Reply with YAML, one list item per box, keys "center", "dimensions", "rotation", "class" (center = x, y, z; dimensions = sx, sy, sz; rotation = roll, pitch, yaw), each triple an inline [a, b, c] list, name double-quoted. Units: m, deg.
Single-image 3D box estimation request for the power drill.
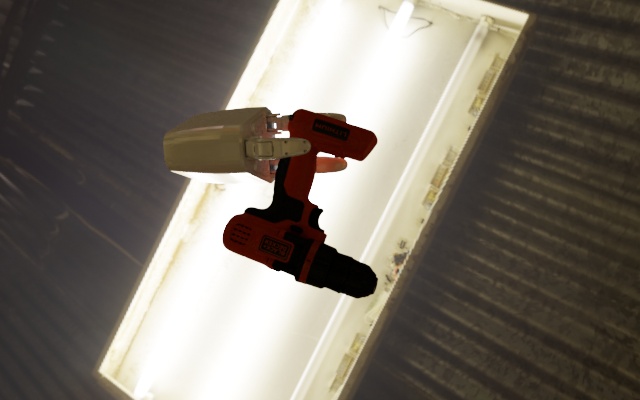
- center: [0.000, 0.001, 0.547]
  dimensions: [0.184, 0.187, 0.057]
  rotation: [20, -9, 6]
  class: "power drill"
